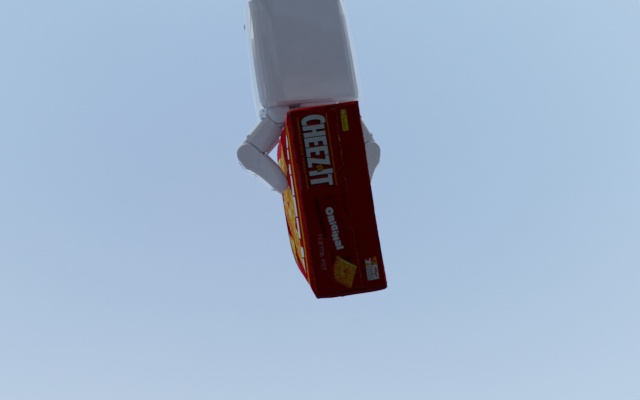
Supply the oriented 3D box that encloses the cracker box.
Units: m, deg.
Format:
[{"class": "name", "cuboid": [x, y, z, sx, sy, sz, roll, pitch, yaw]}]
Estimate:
[{"class": "cracker box", "cuboid": [0.000, 0.002, 0.503, 0.072, 0.164, 0.213, -9, 0, -7]}]
